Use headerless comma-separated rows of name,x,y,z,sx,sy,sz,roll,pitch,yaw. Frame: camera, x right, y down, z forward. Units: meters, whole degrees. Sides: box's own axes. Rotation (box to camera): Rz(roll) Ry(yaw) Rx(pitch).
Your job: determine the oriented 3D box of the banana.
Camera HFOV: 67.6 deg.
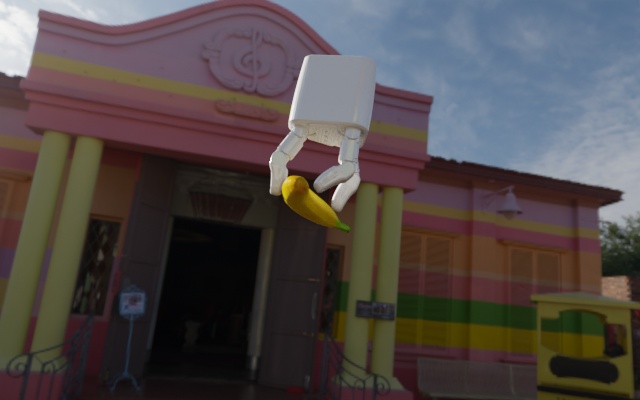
banana,-0.015,0.000,0.677,0.069,0.037,0.198,10,-14,25
